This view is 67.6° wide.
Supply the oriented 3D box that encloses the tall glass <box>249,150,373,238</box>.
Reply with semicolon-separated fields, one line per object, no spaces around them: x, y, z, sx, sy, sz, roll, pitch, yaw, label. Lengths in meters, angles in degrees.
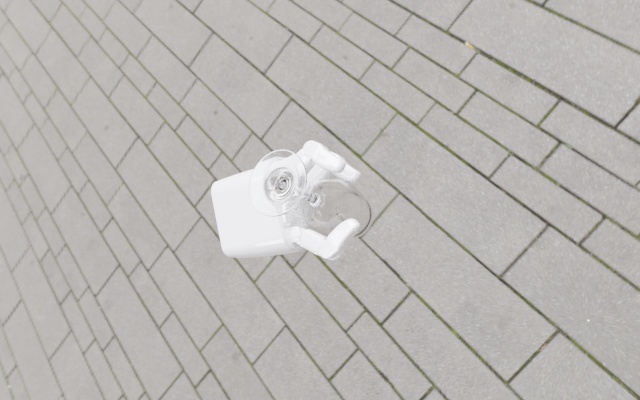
0.000;0.002;0.596;0.079;0.079;0.201;0;-12;29;tall glass
